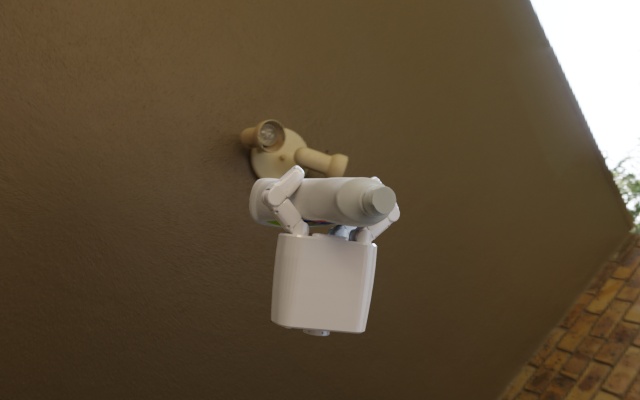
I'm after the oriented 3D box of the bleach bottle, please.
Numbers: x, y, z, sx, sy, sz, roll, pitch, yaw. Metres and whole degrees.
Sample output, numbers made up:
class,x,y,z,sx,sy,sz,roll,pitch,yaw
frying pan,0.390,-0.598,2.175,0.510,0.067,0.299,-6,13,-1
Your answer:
class,x,y,z,sx,sy,sz,roll,pitch,yaw
bleach bottle,0.000,0.002,0.586,0.102,0.068,0.251,9,-6,-26
